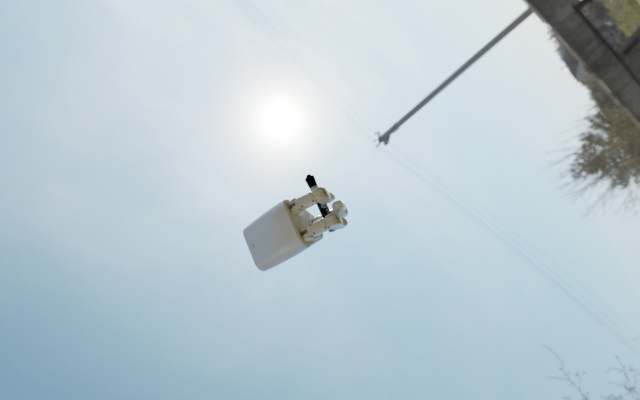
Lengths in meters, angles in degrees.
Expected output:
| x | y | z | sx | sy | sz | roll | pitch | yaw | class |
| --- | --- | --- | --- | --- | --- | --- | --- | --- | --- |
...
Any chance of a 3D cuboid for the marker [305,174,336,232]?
| x | y | z | sx | sy | sz | roll | pitch | yaw | class |
| --- | --- | --- | --- | --- | --- | --- | --- | --- | --- |
| 0.000 | 0.003 | 0.890 | 0.020 | 0.121 | 0.020 | -21 | -21 | -9 | marker |
